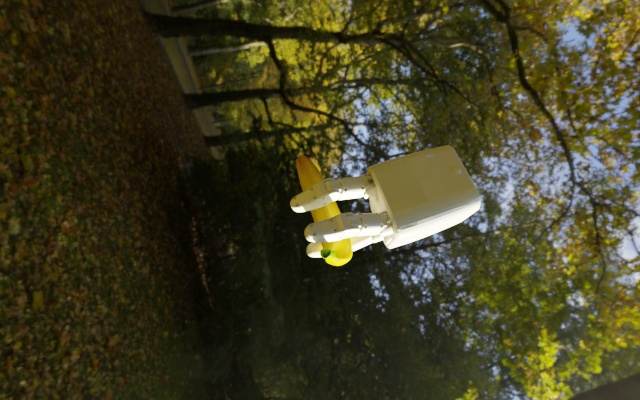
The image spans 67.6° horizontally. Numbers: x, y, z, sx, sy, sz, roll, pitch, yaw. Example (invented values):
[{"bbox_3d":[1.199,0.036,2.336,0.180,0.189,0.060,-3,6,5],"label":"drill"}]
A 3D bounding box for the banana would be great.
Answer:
[{"bbox_3d":[0.006,0.017,0.603,0.037,0.070,0.197,-21,40,2],"label":"banana"}]
